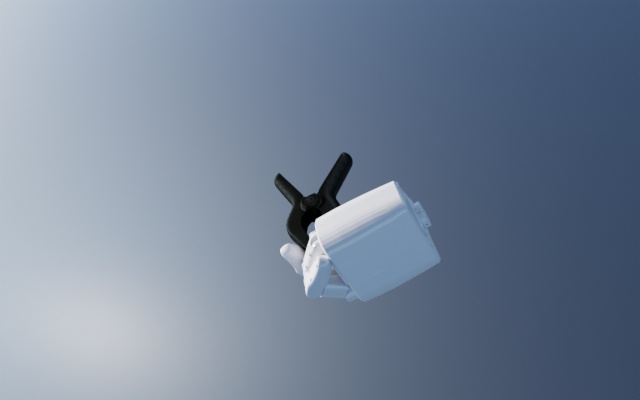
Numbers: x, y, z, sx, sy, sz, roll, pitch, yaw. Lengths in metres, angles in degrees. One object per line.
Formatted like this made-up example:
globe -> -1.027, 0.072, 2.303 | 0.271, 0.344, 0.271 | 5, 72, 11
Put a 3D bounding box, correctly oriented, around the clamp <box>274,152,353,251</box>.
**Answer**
clamp -> 0.000, 0.002, 0.651 | 0.120, 0.171, 0.039 | -27, -44, 13
